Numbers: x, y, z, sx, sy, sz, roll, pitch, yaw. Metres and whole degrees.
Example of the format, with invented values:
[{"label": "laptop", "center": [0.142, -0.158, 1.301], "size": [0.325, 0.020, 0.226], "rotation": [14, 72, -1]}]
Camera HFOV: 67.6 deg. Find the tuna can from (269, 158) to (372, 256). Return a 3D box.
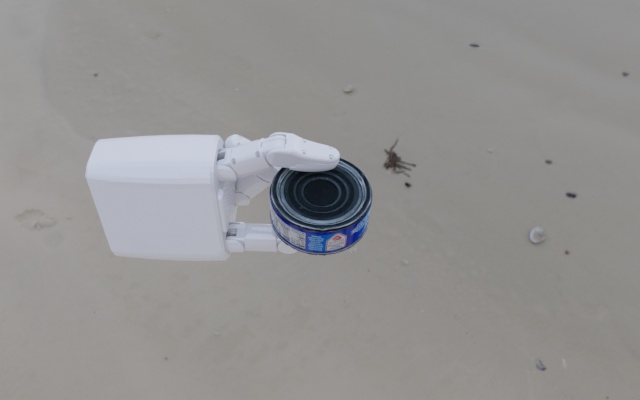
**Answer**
[{"label": "tuna can", "center": [0.000, 0.001, 0.400], "size": [0.086, 0.086, 0.034], "rotation": [0, -40, -3]}]
